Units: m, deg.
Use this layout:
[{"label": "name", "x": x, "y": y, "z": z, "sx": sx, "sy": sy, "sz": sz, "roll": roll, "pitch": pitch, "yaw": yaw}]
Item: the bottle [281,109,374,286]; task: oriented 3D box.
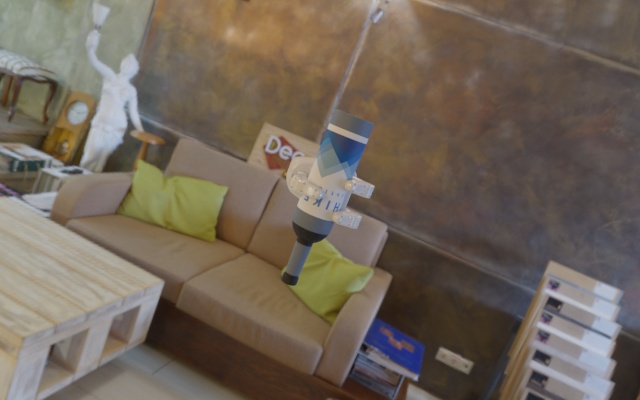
[{"label": "bottle", "x": 0.000, "y": 0.002, "z": 0.776, "sx": 0.069, "sy": 0.296, "sz": 0.069, "roll": 21, "pitch": 10, "yaw": -4}]
